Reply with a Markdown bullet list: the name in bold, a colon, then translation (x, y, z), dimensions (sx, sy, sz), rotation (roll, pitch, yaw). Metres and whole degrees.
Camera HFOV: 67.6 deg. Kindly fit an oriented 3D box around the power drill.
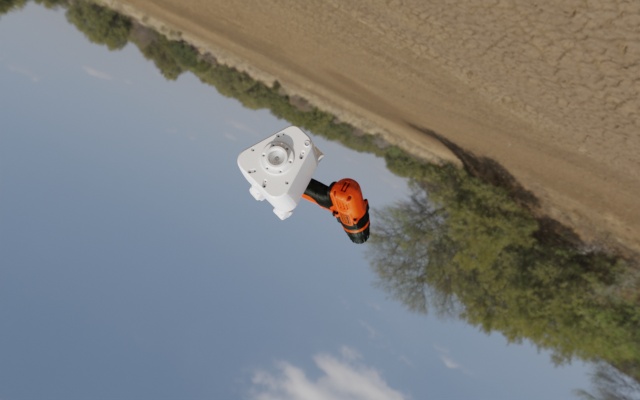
- **power drill**: translation (0.000, 0.003, 0.856), dimensions (0.187, 0.057, 0.185), rotation (19, -27, 22)
